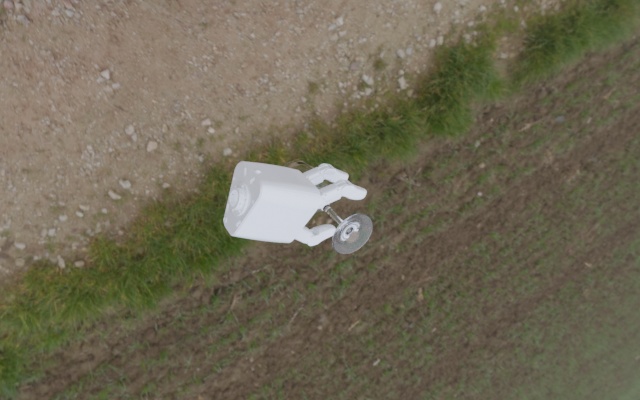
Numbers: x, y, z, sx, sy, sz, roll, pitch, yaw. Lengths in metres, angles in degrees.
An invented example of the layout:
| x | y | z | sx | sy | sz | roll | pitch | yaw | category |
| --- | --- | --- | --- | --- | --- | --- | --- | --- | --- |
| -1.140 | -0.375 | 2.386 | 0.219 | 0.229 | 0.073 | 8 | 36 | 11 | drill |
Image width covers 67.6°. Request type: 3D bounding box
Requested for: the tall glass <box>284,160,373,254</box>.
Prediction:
| x | y | z | sx | sy | sz | roll | pitch | yaw | category |
| --- | --- | --- | --- | --- | --- | --- | --- | --- | --- |
| 0.001 | 0.003 | 0.807 | 0.079 | 0.079 | 0.201 | 0 | 30 | -35 | tall glass |
